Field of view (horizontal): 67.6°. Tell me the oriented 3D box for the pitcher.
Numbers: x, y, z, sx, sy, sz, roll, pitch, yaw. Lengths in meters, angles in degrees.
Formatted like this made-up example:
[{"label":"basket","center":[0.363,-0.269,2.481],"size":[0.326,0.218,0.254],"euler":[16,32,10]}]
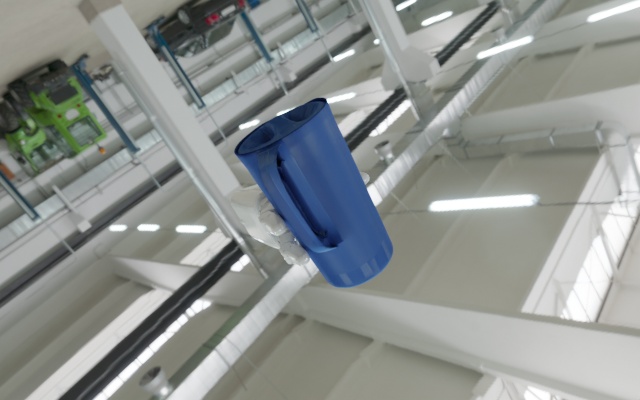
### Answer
[{"label":"pitcher","center":[0.000,0.002,0.631],"size":[0.149,0.243,0.145],"euler":[-40,24,-22]}]
